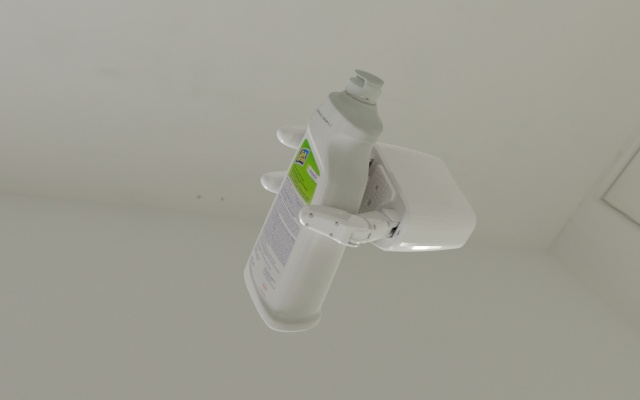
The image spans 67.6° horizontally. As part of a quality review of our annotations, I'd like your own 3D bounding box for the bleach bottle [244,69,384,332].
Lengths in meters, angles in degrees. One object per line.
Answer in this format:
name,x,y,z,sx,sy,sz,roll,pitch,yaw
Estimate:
bleach bottle,0.000,0.001,0.458,0.068,0.251,0.102,4,32,-35
